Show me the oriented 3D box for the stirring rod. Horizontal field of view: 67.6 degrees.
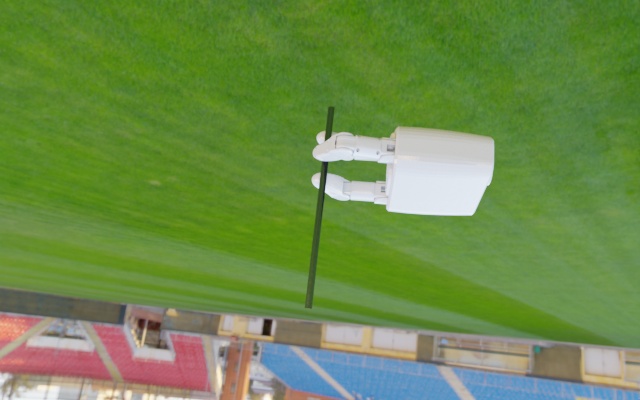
[{"bbox_3d":[0.000,0.002,0.550,0.011,0.239,0.011,6,-16,2],"label":"stirring rod"}]
